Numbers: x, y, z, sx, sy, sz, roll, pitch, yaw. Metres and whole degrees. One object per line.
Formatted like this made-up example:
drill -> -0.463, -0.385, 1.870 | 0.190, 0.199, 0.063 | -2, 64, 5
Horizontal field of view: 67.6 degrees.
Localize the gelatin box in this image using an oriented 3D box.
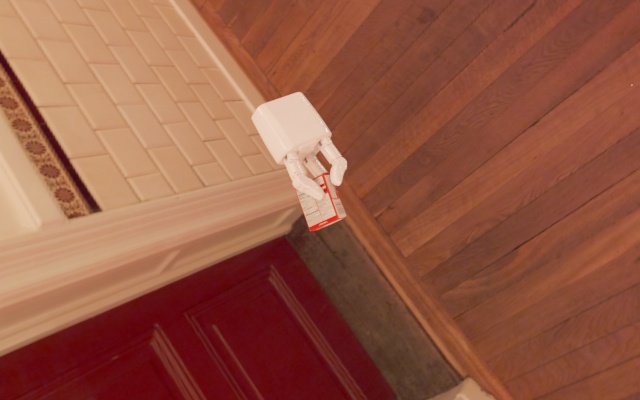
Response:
gelatin box -> 0.000, 0.003, 0.880 | 0.073, 0.089, 0.030 | -26, -11, 36
